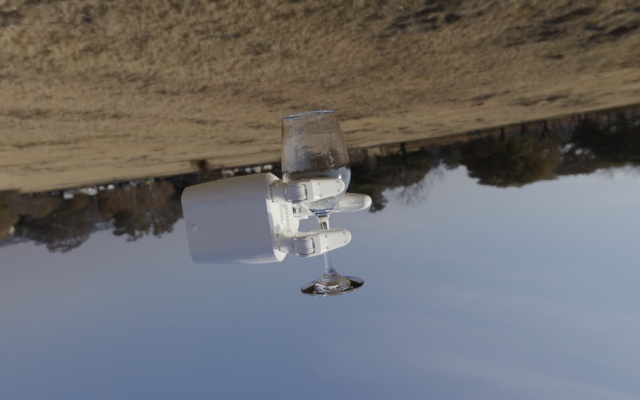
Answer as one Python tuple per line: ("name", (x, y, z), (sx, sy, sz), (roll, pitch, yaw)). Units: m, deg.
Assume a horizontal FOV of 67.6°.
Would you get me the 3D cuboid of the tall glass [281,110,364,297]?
("tall glass", (0.000, 0.002, 0.545), (0.079, 0.201, 0.079), (-7, 5, 1))
